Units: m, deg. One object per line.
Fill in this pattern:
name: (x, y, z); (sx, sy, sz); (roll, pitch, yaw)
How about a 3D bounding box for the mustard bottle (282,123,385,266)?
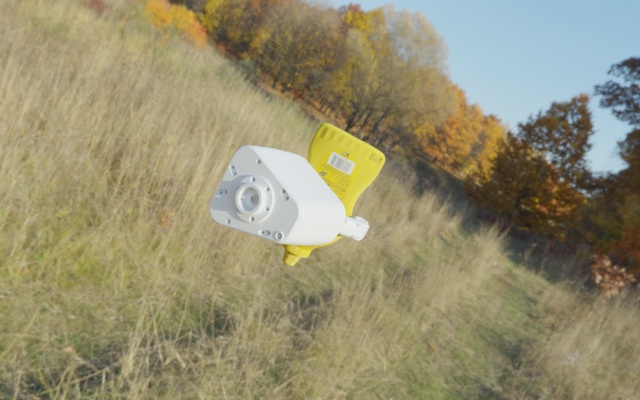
mustard bottle: (0.000, 0.002, 0.632); (0.096, 0.191, 0.058); (28, 10, 0)
